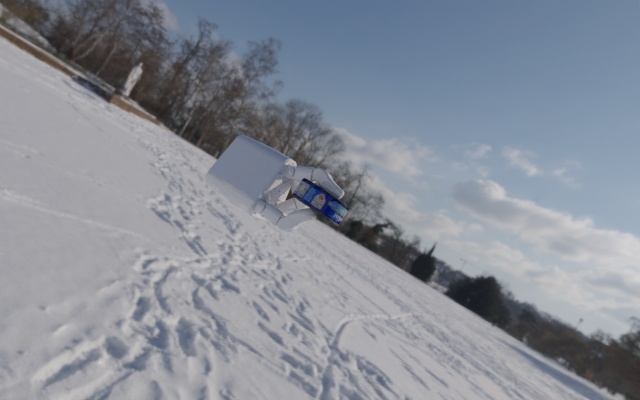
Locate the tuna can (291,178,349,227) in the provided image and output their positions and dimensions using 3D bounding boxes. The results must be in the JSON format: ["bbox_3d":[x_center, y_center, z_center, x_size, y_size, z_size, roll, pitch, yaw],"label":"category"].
[{"bbox_3d":[0.000,0.002,0.717,0.086,0.034,0.086,34,-2,1],"label":"tuna can"}]
